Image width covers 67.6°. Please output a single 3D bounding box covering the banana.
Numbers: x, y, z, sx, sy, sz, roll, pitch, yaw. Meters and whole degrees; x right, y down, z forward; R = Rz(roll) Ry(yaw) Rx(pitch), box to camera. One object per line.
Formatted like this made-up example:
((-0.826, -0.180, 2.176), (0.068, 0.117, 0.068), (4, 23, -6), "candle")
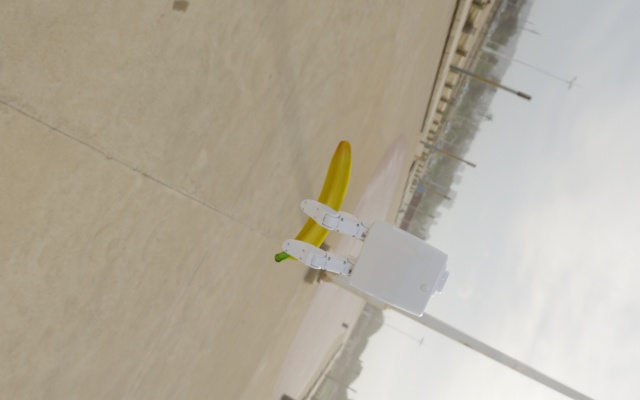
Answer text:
((0.004, 0.010, 0.692), (0.037, 0.198, 0.070), (25, -8, 21), "banana")
